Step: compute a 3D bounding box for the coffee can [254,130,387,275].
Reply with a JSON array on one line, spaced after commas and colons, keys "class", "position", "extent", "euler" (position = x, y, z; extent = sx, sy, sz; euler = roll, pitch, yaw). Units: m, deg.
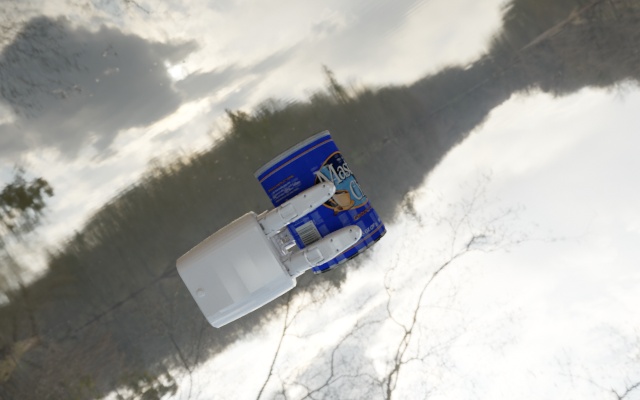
[{"class": "coffee can", "position": [0.000, 0.002, 0.570], "extent": [0.103, 0.140, 0.103], "euler": [-31, 2, 1]}]
